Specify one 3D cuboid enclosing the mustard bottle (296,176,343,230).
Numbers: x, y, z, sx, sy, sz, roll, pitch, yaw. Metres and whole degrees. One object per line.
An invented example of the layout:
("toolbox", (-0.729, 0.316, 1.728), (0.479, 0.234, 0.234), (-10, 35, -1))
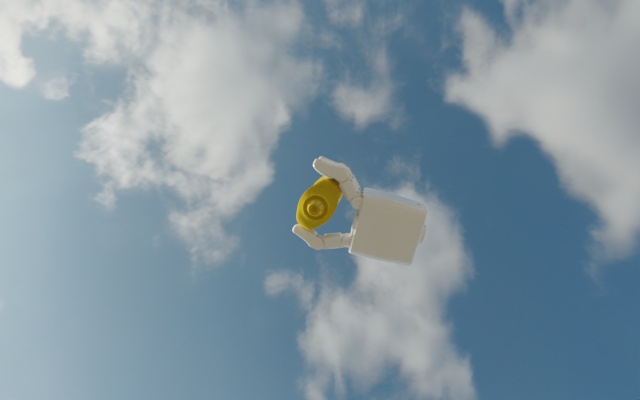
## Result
("mustard bottle", (0.000, 0.002, 0.805), (0.058, 0.096, 0.191), (37, 9, 0))
